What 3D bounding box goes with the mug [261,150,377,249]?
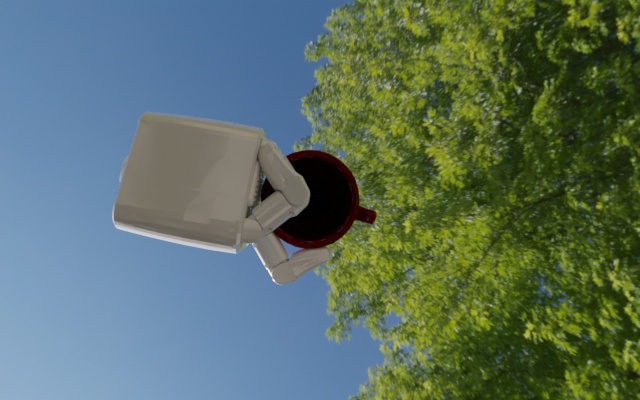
[{"bbox_3d":[0.001,0.002,0.488,0.117,0.093,0.081,13,0,-3],"label":"mug"}]
